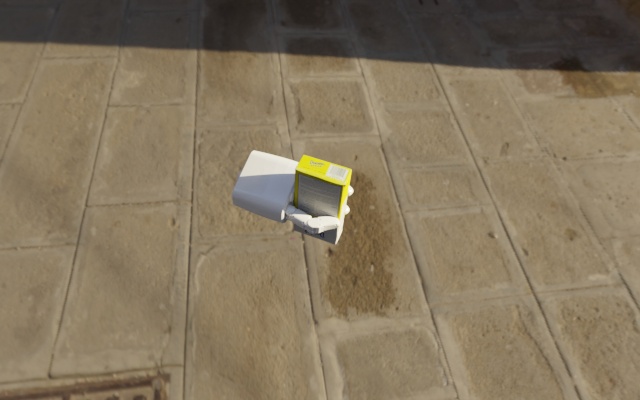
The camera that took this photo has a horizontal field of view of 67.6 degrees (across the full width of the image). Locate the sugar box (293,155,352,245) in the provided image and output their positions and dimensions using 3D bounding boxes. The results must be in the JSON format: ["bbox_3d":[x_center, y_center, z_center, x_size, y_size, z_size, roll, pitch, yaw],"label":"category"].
[{"bbox_3d":[0.000,0.002,0.880,0.093,0.048,0.176,19,-37,10],"label":"sugar box"}]
